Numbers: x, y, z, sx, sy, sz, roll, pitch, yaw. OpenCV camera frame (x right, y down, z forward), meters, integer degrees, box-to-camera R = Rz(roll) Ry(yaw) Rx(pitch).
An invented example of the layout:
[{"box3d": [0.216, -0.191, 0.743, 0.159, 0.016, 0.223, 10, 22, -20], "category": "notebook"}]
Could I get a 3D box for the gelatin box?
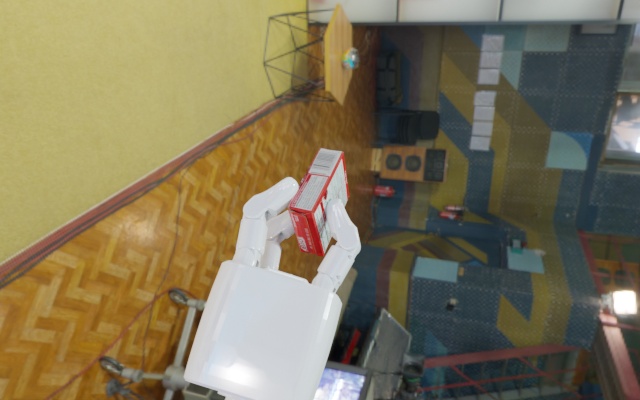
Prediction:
[{"box3d": [0.001, 0.001, 0.500, 0.030, 0.089, 0.073, 12, -36, 20], "category": "gelatin box"}]
